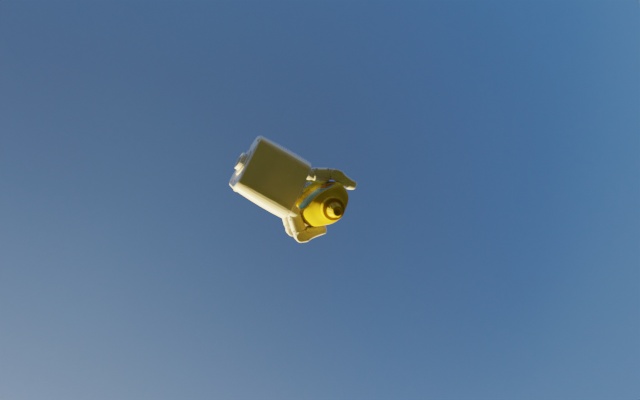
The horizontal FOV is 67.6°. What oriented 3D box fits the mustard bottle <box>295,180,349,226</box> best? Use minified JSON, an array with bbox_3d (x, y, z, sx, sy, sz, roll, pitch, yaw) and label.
[{"bbox_3d":[0.000,0.003,0.873,0.096,0.058,0.191,-36,17,-9],"label":"mustard bottle"}]
